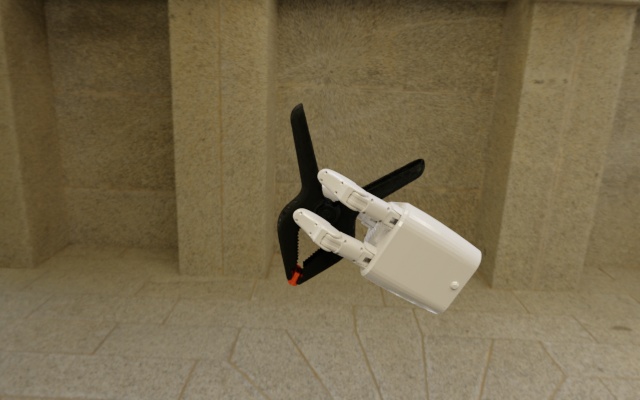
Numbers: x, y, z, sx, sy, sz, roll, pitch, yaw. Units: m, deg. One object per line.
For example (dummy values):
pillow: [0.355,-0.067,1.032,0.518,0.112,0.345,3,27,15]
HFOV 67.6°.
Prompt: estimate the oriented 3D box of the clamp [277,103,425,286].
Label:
clamp: [0.000,0.002,0.563,0.164,0.210,0.036,31,14,-6]
